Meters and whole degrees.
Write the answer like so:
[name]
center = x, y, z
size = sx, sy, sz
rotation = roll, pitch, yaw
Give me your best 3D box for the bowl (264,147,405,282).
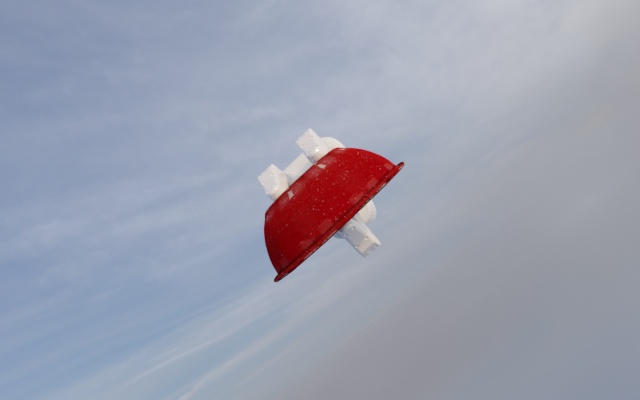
[bowl]
center = 0.000, 0.001, 0.442
size = 0.162, 0.055, 0.162
rotation = -43, 0, 0
